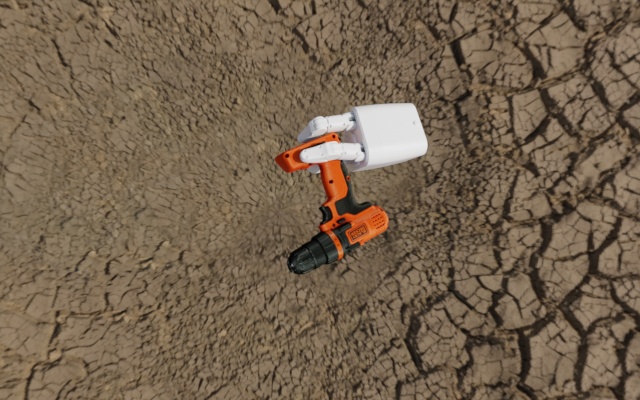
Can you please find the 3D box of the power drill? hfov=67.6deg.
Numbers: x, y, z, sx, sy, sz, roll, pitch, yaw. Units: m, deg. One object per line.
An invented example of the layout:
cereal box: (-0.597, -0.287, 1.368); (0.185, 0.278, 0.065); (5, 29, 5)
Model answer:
power drill: (0.000, 0.002, 0.748); (0.184, 0.187, 0.057); (-27, 7, -25)
